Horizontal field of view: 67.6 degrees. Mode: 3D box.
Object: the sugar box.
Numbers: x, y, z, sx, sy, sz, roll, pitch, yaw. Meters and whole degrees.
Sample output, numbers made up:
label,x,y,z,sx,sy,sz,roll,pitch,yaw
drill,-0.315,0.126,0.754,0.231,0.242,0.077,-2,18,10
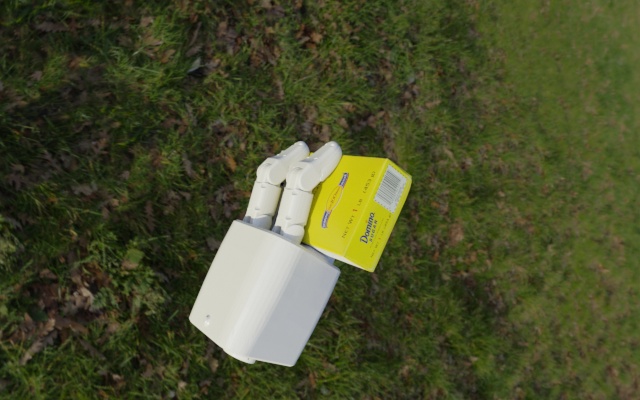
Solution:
label,x,y,z,sx,sy,sz,roll,pitch,yaw
sugar box,0.000,0.001,0.470,0.048,0.093,0.176,33,-13,-36
